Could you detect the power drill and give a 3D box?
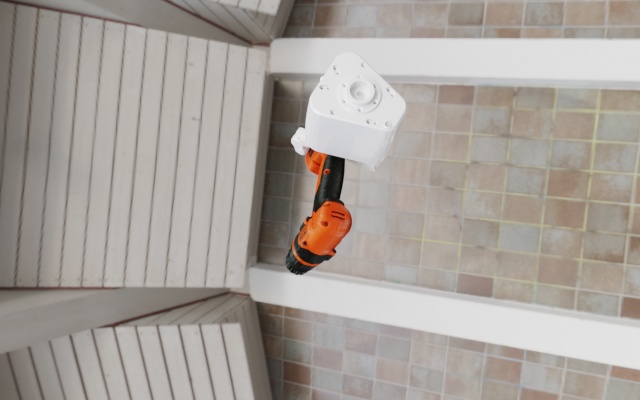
[{"bbox_3d":[0.000,0.002,0.688,0.057,0.187,0.184,15,-31,-16],"label":"power drill"}]
